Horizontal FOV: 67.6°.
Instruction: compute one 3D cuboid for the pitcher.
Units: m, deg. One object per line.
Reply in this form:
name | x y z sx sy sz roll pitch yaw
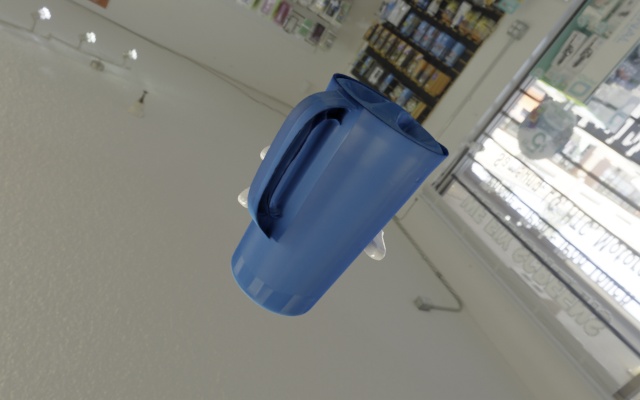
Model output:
pitcher | 0.000 0.002 0.489 0.149 0.243 0.145 32 22 -9
